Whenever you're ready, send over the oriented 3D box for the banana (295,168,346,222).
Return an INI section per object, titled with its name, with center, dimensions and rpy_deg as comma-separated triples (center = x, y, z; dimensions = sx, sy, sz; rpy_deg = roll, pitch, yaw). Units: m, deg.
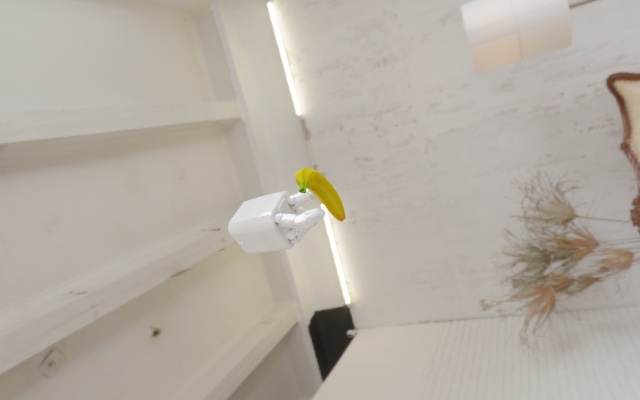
[banana]
center = -0.002, -0.016, 0.884
dimensions = 0.037, 0.069, 0.198
rpy_deg = -11, -21, 22
